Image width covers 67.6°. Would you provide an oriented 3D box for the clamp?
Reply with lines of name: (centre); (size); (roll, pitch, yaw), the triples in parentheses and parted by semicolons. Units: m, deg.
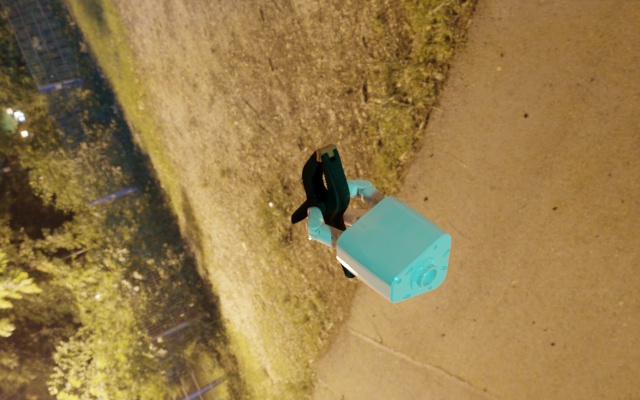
clamp: (0.000, 0.002, 0.730); (0.036, 0.210, 0.164); (-27, 42, -29)
